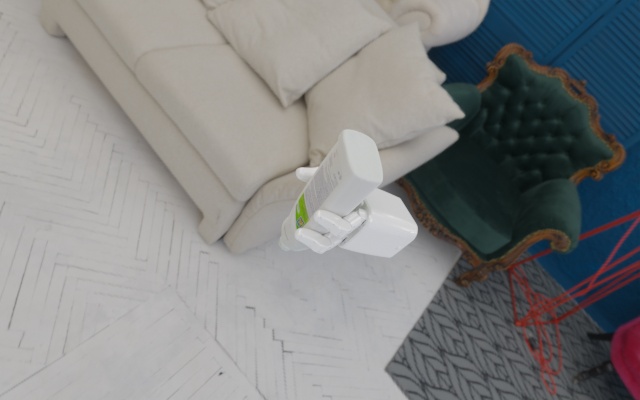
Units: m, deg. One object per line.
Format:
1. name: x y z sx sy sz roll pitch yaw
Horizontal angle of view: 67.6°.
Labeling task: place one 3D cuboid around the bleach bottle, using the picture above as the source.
1. bleach bottle: 0.000 0.003 0.786 0.068 0.102 0.251 15 -42 -28
